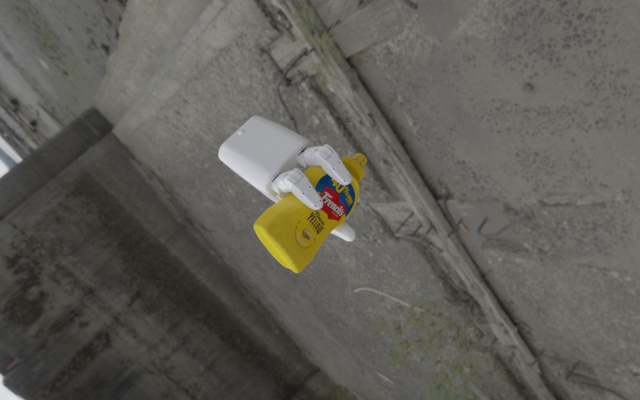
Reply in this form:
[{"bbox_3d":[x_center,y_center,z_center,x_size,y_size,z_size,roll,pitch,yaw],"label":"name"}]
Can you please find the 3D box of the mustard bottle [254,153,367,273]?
[{"bbox_3d":[0.000,0.002,0.667,0.191,0.096,0.058,-47,36,-20],"label":"mustard bottle"}]
